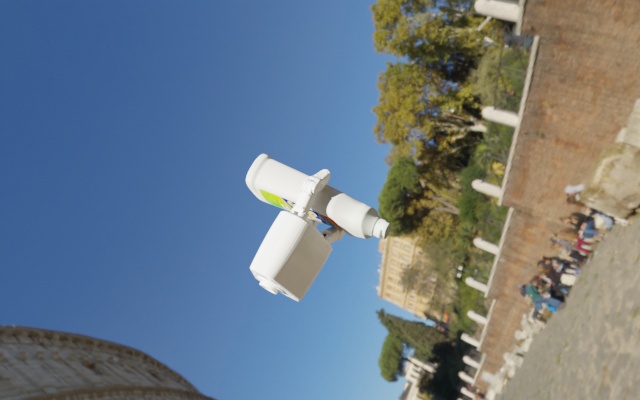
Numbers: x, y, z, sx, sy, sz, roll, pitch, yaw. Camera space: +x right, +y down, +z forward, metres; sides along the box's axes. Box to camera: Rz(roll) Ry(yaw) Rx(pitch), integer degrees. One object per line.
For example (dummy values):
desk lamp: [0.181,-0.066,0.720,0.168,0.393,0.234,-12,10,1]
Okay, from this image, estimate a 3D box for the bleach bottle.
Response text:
bleach bottle: [0.000,0.003,0.811,0.251,0.068,0.103,22,-17,24]
